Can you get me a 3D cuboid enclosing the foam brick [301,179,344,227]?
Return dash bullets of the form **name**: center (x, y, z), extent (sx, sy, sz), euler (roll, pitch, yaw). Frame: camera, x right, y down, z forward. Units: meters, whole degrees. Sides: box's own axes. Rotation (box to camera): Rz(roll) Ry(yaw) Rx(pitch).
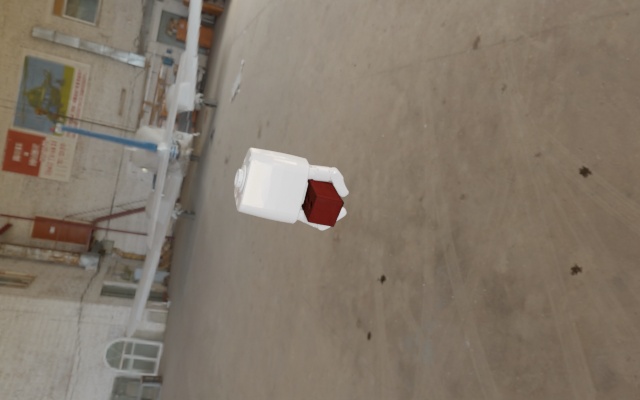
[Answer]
- **foam brick**: center (0.000, 0.003, 0.843), extent (0.051, 0.053, 0.078), euler (12, 24, -21)
